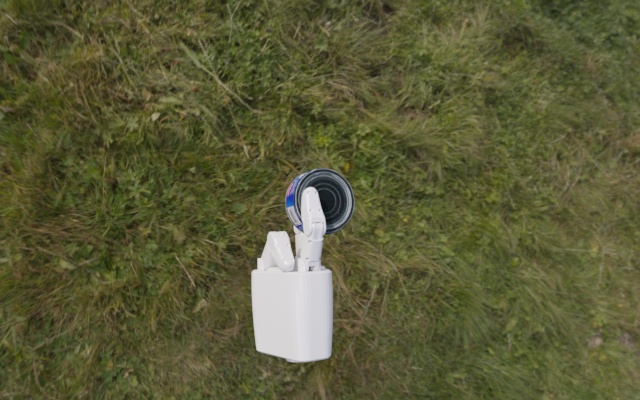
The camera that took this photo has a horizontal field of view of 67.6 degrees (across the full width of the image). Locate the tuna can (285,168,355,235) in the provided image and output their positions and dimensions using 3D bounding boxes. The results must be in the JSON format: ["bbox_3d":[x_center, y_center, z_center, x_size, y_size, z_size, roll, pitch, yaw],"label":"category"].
[{"bbox_3d":[0.000,0.002,0.613,0.086,0.086,0.034,0,-7,-24],"label":"tuna can"}]
